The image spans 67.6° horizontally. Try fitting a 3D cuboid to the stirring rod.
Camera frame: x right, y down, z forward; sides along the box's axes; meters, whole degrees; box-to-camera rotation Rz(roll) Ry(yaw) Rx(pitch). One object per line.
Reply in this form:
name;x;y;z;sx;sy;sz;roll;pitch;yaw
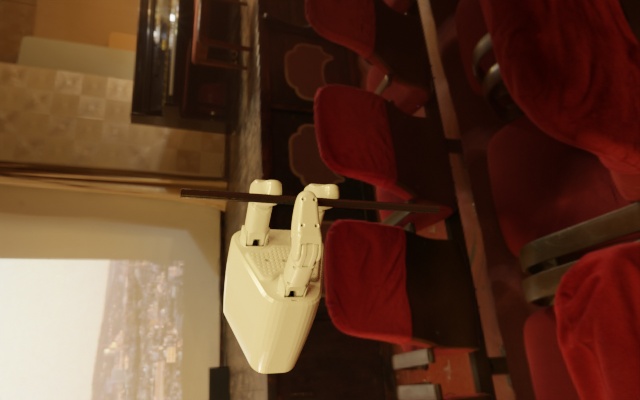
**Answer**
stirring rod;0.000;0.001;0.427;0.239;0.011;0.011;4;-1;-19
